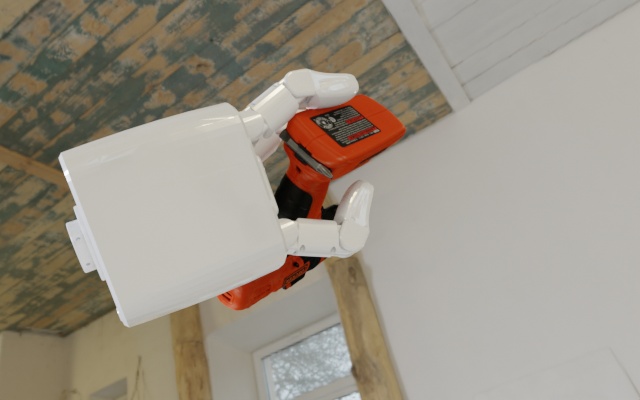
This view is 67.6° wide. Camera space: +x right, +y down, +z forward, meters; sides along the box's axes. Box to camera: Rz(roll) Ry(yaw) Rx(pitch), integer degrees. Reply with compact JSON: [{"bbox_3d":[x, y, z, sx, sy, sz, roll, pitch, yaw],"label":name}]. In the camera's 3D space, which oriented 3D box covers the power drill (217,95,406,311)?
[{"bbox_3d":[0.000,0.001,0.422,0.057,0.188,0.184,40,40,17],"label":"power drill"}]
